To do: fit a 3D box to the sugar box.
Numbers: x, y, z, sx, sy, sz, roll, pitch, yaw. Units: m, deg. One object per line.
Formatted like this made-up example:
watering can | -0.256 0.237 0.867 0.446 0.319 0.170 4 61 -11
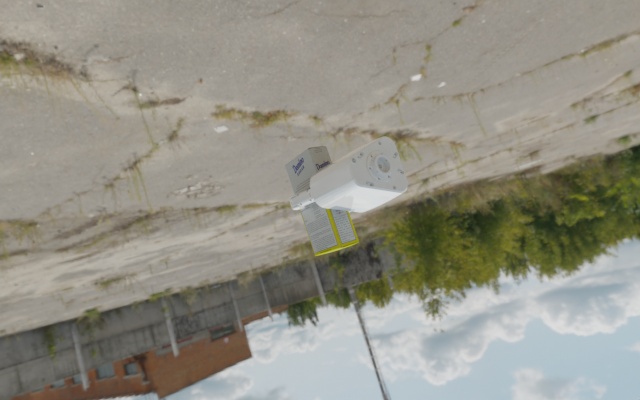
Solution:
sugar box | 0.001 0.003 0.831 0.048 0.176 0.093 -11 -9 -34
